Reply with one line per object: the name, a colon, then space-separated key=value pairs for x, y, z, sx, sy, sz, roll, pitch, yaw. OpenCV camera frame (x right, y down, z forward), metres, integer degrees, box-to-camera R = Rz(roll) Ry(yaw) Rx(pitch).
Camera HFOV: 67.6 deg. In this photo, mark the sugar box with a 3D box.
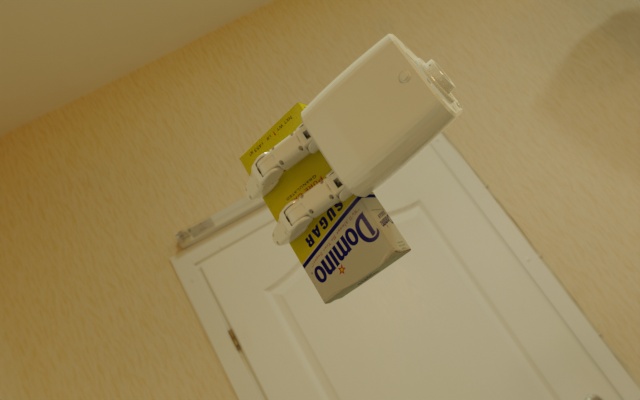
sugar box: x=0.000 y=0.001 z=0.471 sx=0.093 sy=0.176 sz=0.048 roll=-40 pitch=-20 yaw=24
